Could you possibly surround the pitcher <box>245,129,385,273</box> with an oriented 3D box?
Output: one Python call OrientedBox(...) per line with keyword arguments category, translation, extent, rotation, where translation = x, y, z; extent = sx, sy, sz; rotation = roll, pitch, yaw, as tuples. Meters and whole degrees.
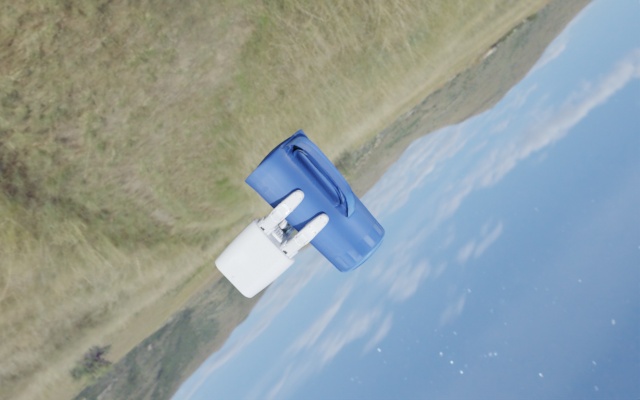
OrientedBox(category="pitcher", translation=(0.000, 0.003, 0.819), extent=(0.145, 0.243, 0.149), rotation=(-42, 4, 14))
